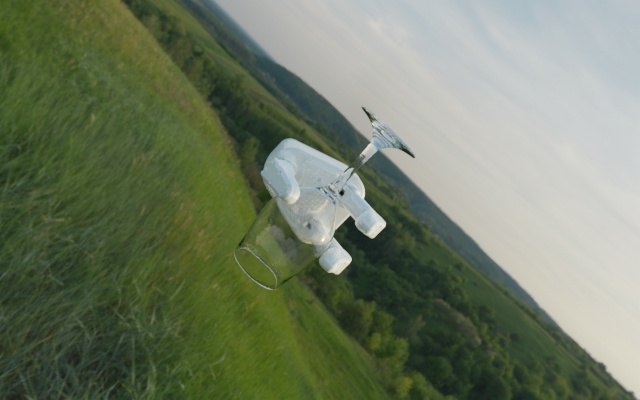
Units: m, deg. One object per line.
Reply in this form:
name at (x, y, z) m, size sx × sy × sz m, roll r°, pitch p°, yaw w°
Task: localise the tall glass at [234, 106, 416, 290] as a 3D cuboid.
tall glass at (0.001, 0.001, 0.491) m, size 0.079 × 0.201 × 0.079 m, roll 43°, pitch 8°, yaw -8°
